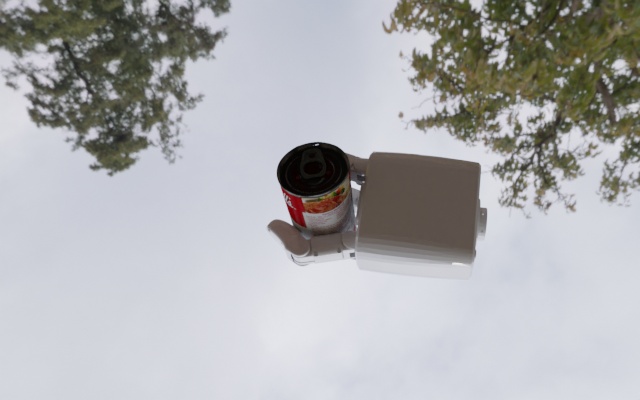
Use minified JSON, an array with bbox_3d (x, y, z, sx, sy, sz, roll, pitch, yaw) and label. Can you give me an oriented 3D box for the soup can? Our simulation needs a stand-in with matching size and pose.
[{"bbox_3d":[0.000,0.002,0.474,0.068,0.068,0.102,0,-39,10],"label":"soup can"}]
